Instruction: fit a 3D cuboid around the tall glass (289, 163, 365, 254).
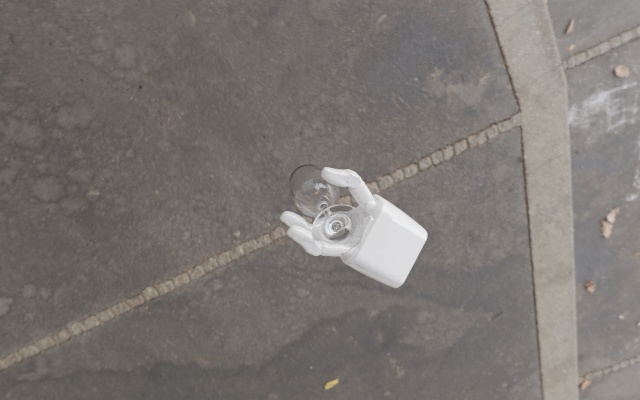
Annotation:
[{"bbox_3d":[0.000,0.003,0.724,0.079,0.079,0.201,0,22,-16],"label":"tall glass"}]
